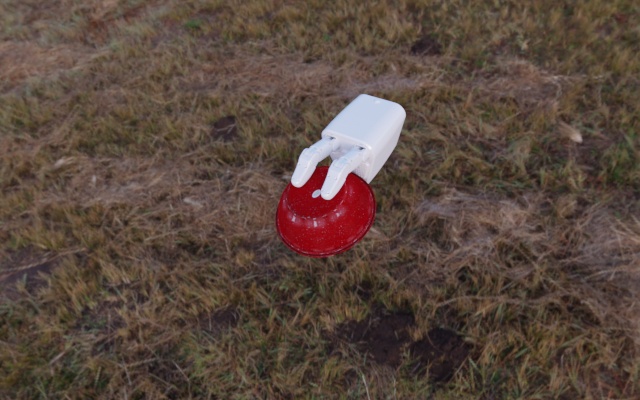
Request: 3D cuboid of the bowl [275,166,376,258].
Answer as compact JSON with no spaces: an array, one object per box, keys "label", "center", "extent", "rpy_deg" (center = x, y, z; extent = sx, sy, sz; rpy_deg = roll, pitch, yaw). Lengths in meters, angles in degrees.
[{"label":"bowl","center":[0.000,0.003,0.719],"extent":[0.162,0.162,0.055],"rpy_deg":[0,-33,18]}]
